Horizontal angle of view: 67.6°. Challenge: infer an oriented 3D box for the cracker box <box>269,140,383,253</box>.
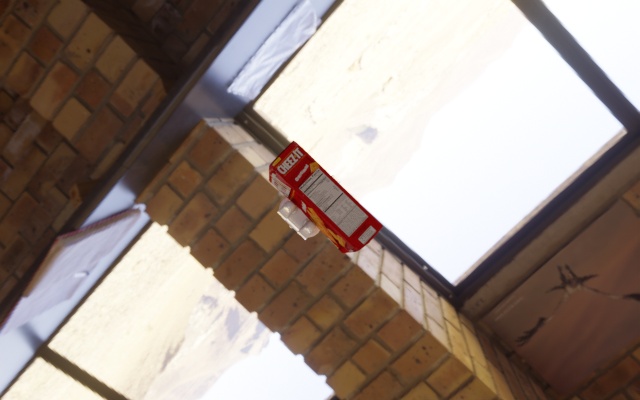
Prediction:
[{"bbox_3d":[0.000,0.003,0.878,0.213,0.072,0.164,44,-9,0],"label":"cracker box"}]
